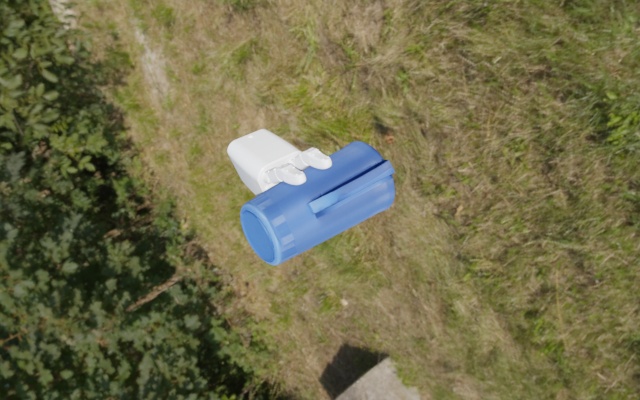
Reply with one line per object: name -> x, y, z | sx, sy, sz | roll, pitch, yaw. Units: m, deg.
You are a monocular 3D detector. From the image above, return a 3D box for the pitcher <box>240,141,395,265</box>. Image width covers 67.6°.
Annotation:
pitcher -> 0.000, 0.002, 0.778 | 0.243, 0.149, 0.145 | -29, 49, -29
